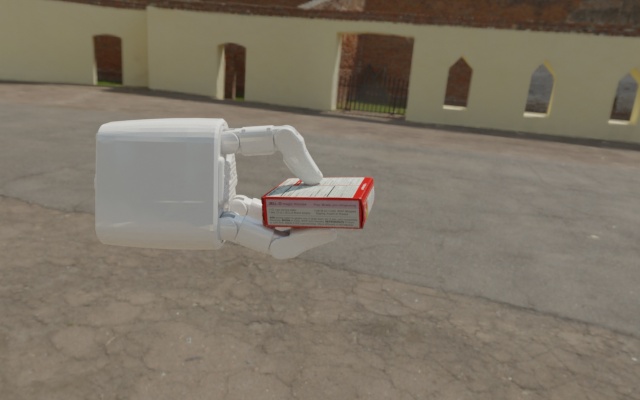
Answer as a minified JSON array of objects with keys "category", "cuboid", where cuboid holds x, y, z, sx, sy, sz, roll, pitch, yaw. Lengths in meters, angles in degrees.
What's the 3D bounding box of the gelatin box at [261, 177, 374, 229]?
[{"category":"gelatin box","cuboid":[0.000,0.001,0.430,0.089,0.030,0.073,0,16,14]}]
